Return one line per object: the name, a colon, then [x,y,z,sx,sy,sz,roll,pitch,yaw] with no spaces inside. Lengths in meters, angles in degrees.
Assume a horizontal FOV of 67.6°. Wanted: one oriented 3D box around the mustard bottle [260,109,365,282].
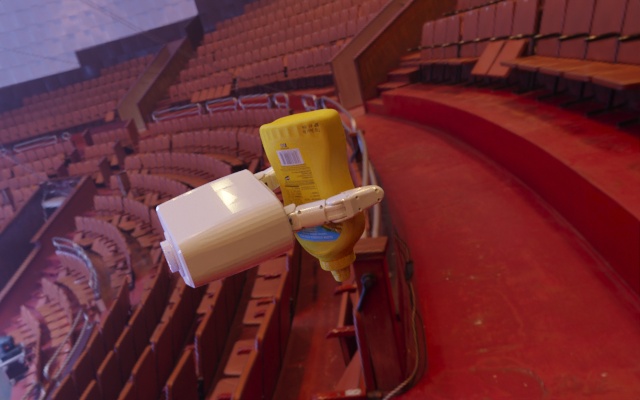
mustard bottle: [0.000,0.001,0.521,0.096,0.192,0.058,-1,22,41]
